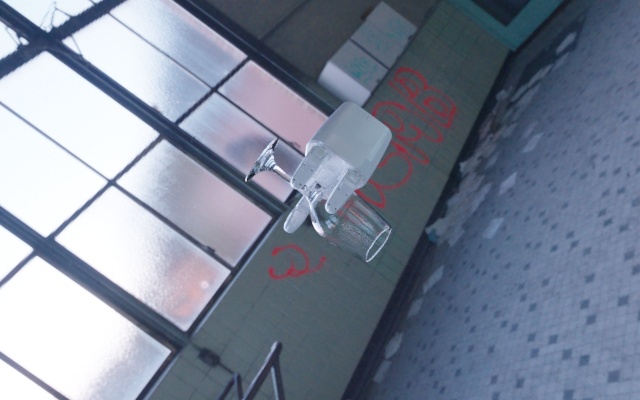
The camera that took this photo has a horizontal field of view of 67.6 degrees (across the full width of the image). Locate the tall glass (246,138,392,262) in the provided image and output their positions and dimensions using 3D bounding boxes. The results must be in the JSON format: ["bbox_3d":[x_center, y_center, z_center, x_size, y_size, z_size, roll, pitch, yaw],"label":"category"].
[{"bbox_3d":[-0.001,0.002,0.658,0.201,0.079,0.079,36,-1,-2],"label":"tall glass"}]
